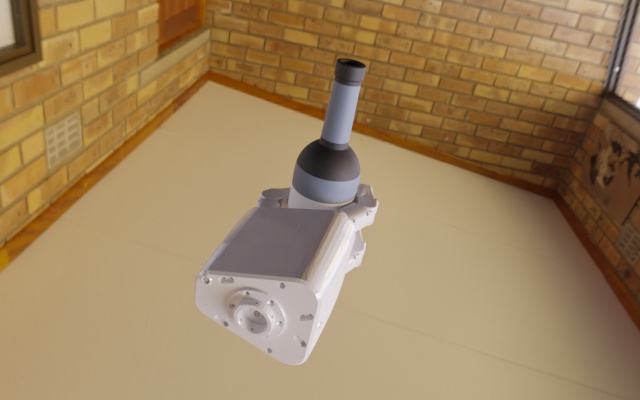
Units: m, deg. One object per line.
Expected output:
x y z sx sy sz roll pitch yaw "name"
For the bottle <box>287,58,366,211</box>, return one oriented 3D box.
0.000 0.002 0.499 0.069 0.296 0.069 9 30 -6 "bottle"
